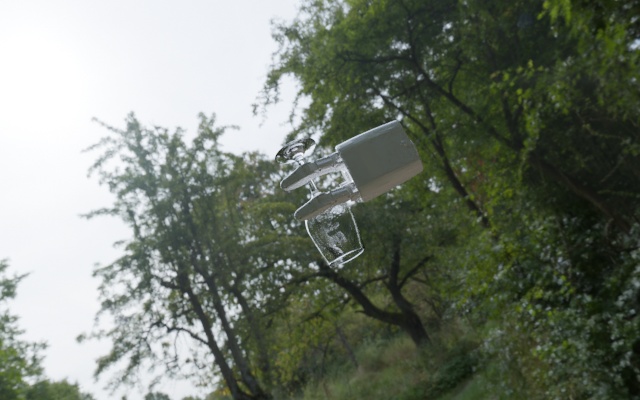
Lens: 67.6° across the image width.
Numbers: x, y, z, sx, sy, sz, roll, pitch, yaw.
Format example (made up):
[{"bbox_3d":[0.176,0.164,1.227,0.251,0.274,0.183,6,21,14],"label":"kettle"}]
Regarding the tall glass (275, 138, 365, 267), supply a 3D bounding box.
[{"bbox_3d":[0.000,0.002,0.762,0.079,0.201,0.079,-23,-17,-8],"label":"tall glass"}]
